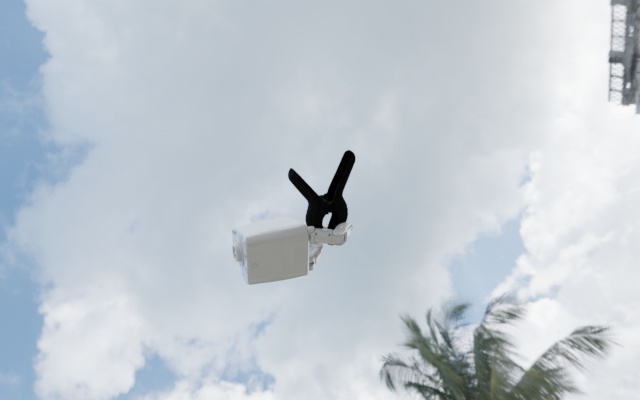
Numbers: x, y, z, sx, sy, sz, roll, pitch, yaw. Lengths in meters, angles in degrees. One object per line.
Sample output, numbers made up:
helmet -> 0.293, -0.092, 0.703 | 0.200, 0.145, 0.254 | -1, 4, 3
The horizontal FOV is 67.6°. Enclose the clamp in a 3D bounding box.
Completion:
clamp -> 0.000, 0.002, 0.802 | 0.120, 0.171, 0.039 | -8, 27, -21
